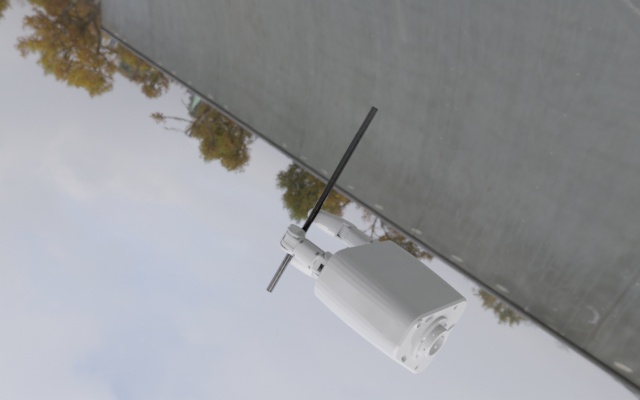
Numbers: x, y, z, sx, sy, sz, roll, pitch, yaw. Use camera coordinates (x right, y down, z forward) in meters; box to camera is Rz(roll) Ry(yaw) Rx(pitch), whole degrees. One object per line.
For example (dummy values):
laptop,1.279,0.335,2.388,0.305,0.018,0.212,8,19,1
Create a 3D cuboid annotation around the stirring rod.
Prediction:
stirring rod,0.000,0.002,0.539,0.011,0.239,0.011,30,8,-4
